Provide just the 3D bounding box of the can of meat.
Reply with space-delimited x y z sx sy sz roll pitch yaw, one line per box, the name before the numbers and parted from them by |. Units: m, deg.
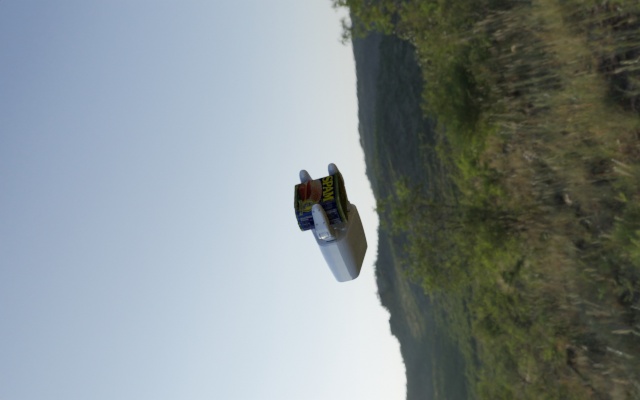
can of meat | 0.000 0.003 0.851 0.084 0.057 0.102 -15 38 11
